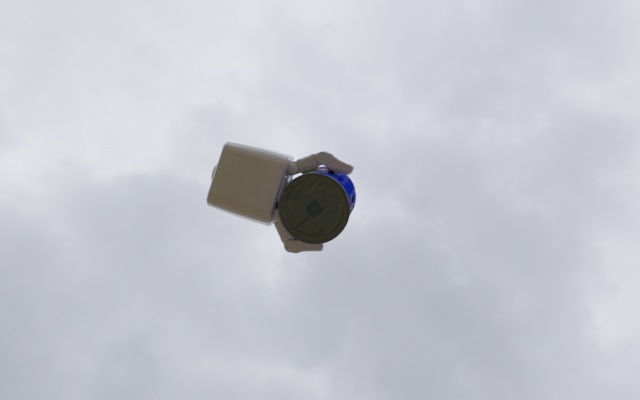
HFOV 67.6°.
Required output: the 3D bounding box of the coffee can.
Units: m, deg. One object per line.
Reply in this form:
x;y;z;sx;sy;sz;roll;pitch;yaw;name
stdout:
0.000;0.002;0.739;0.103;0.103;0.140;0;8;8;coffee can
